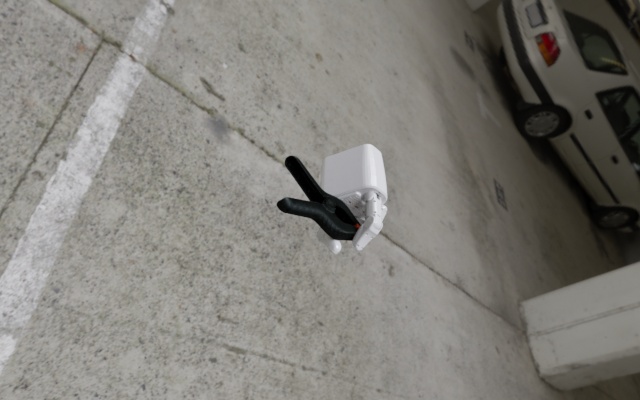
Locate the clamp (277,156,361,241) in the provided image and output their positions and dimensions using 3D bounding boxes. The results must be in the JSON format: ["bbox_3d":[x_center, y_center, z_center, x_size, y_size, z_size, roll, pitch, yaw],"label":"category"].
[{"bbox_3d":[0.001,0.002,0.754,0.039,0.120,0.171,-30,-49,33],"label":"clamp"}]
